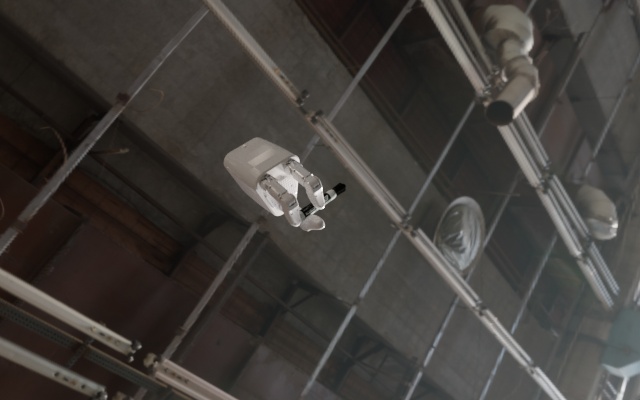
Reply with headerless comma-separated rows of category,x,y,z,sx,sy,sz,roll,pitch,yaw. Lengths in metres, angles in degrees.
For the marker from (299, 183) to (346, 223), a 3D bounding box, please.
marker,0.000,0.003,0.849,0.121,0.020,0.020,-35,18,-28
